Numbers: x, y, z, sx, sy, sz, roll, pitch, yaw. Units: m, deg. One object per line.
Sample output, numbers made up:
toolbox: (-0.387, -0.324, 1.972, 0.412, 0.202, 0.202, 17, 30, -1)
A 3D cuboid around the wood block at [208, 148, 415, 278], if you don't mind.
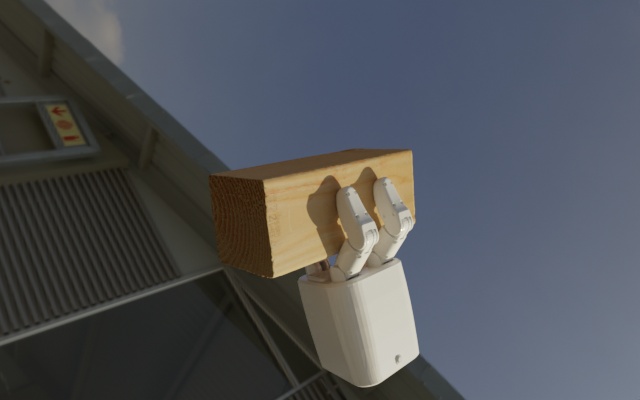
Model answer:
wood block: (0.000, 0.002, 0.499, 0.206, 0.090, 0.091, -15, 14, -42)
